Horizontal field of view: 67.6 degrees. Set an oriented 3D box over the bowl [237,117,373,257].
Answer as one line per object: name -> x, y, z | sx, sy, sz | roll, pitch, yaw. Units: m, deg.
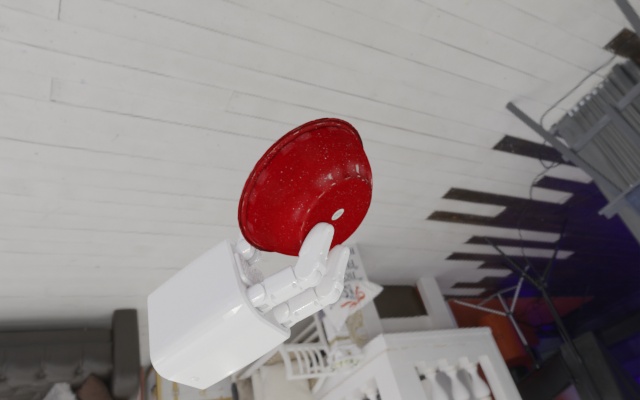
bowl -> 0.001, 0.001, 0.478 | 0.162, 0.162, 0.055 | 0, 32, -48
